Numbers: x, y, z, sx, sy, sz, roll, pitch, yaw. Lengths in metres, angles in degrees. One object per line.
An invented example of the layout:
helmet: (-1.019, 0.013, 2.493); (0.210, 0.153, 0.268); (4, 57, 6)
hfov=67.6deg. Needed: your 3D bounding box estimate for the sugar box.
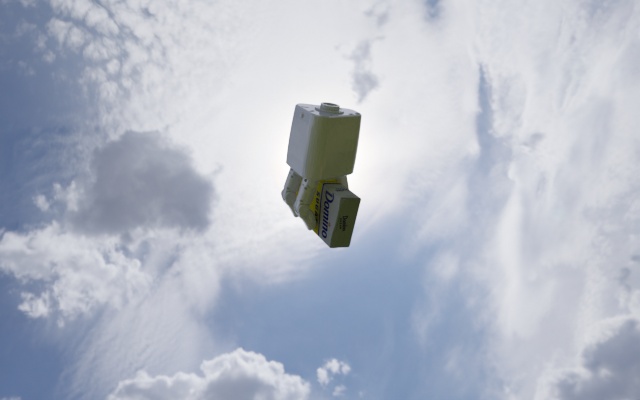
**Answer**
sugar box: (0.000, 0.003, 0.843); (0.048, 0.093, 0.176); (1, 23, -28)
